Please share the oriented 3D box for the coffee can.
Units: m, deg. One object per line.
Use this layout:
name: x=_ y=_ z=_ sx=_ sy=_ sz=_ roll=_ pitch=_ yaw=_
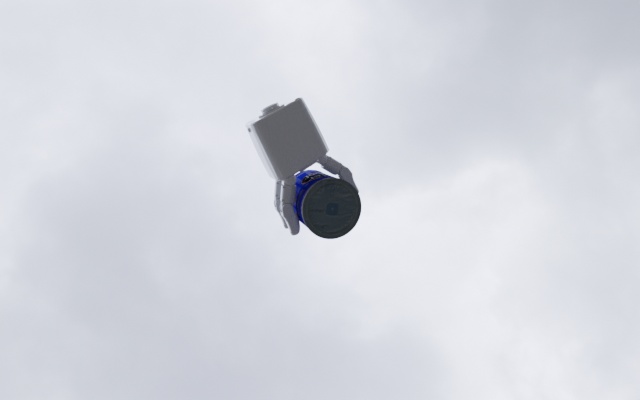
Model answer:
coffee can: x=0.000 y=0.003 z=0.848 sx=0.103 sy=0.103 sz=0.140 roll=0 pitch=9 yaw=-17
